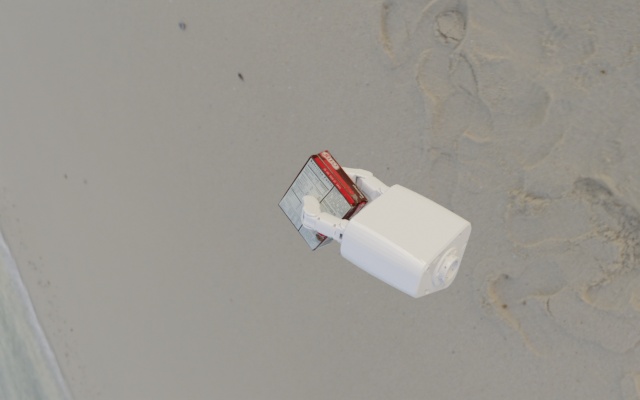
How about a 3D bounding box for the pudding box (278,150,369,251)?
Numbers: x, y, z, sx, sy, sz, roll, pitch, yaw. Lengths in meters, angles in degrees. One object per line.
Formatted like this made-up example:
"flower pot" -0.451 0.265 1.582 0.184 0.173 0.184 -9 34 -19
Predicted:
"pudding box" 0.000 0.002 0.643 0.039 0.090 0.113 -22 -21 -45
